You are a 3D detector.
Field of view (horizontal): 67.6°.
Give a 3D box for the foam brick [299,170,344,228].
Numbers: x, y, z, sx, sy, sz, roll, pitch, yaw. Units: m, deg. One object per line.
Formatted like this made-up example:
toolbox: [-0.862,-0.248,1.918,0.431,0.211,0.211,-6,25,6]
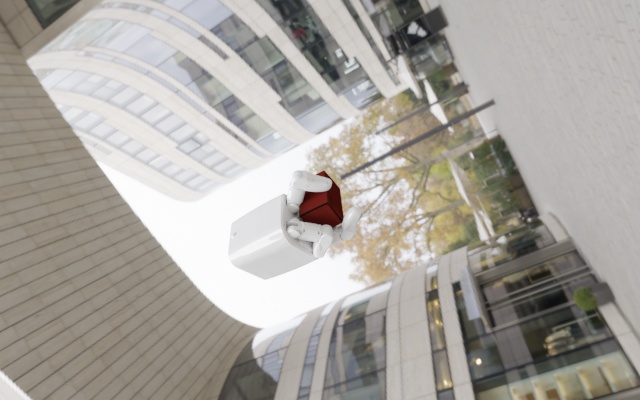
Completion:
foam brick: [0.000,0.002,0.750,0.051,0.078,0.053,-26,-51,19]
